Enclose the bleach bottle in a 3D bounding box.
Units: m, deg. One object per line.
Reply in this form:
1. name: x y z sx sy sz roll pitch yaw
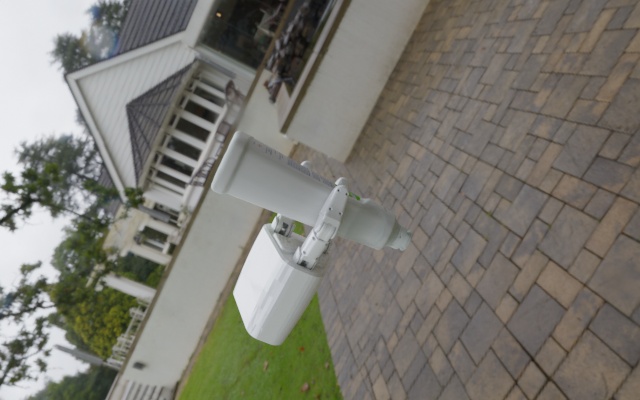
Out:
1. bleach bottle: 0.000 0.002 0.575 0.251 0.068 0.102 25 13 -13
